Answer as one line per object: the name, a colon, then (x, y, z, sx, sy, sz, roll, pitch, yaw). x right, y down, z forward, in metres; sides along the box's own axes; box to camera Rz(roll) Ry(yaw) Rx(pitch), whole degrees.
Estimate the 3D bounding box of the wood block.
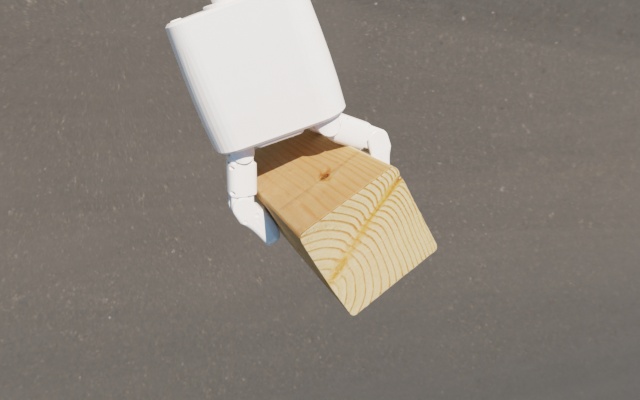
wood block: (0.000, 0.001, 0.447, 0.091, 0.090, 0.206, -36, 28, -8)
